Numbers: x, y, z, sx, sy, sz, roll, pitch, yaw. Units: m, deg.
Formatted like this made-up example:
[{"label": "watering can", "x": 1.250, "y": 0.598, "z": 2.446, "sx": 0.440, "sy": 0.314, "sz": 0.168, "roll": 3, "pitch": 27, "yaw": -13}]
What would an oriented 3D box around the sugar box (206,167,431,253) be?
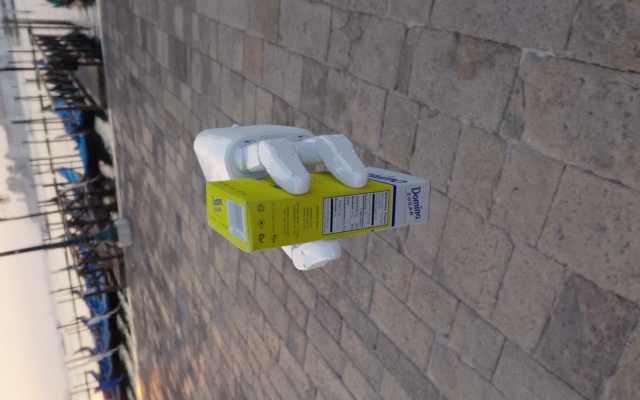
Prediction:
[{"label": "sugar box", "x": 0.000, "y": 0.001, "z": 0.418, "sx": 0.176, "sy": 0.048, "sz": 0.093, "roll": -10, "pitch": 17, "yaw": -30}]
